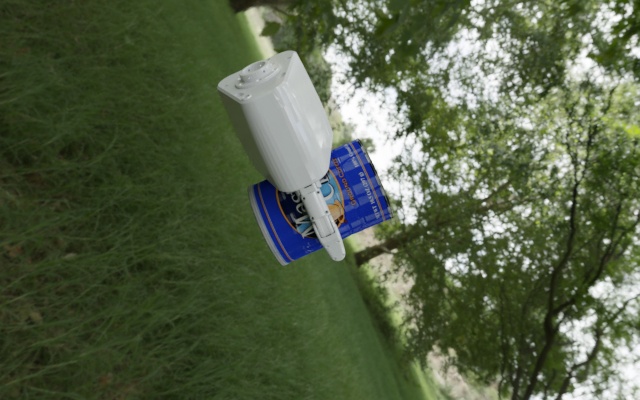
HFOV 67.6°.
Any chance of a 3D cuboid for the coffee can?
[{"bbox_3d":[0.000,0.002,0.560,0.140,0.103,0.103,-24,-1,2],"label":"coffee can"}]
